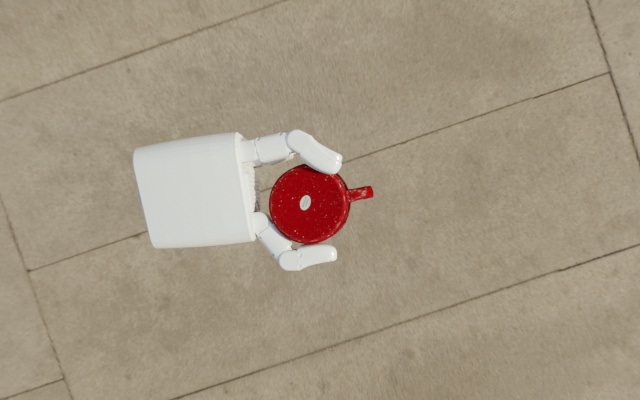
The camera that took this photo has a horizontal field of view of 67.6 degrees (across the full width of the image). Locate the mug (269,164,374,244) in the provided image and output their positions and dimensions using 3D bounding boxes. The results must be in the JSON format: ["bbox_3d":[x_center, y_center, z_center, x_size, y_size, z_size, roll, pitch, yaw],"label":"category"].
[{"bbox_3d":[0.002,0.002,0.519,0.117,0.093,0.081,-8,1,2],"label":"mug"}]
